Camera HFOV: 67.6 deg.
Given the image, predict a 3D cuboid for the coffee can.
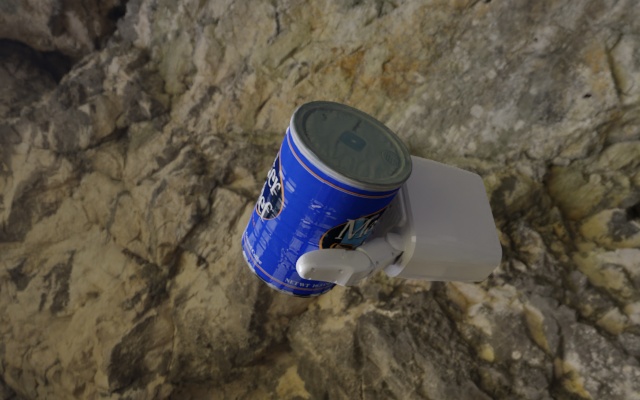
[{"bbox_3d":[0.000,0.001,0.412,0.103,0.102,0.140,0,-44,-32],"label":"coffee can"}]
